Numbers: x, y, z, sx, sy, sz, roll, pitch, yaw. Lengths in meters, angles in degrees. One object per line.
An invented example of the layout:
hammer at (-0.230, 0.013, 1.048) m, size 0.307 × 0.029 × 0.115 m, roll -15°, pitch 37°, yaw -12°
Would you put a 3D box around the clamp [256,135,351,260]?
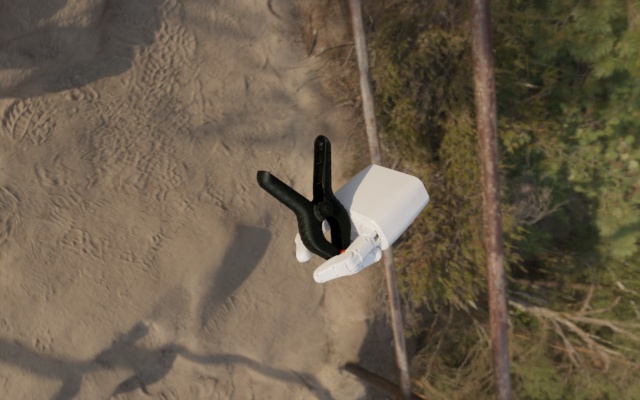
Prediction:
clamp at (0.000, 0.002, 0.626) m, size 0.120 × 0.171 × 0.039 m, roll -42°, pitch 25°, yaw -26°
